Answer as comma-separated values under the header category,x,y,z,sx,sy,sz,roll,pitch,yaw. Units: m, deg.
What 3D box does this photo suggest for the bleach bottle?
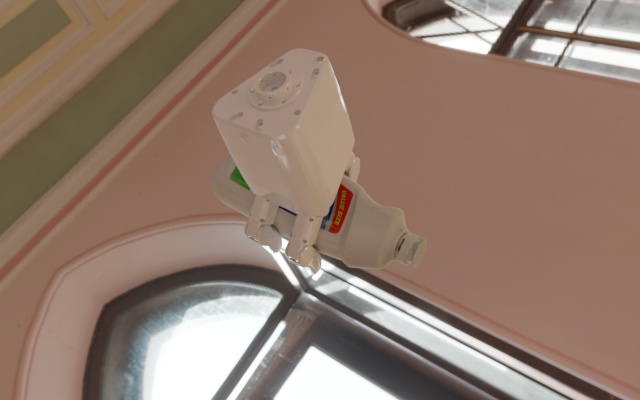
category,x,y,z,sx,sy,sz,roll,pitch,yaw
bleach bottle,0.000,0.002,0.521,0.250,0.102,0.068,23,-25,30
